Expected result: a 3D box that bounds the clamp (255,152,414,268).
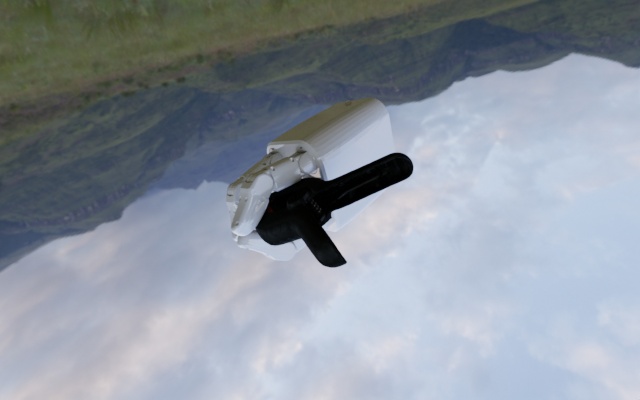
[{"bbox_3d":[0.000,0.002,0.424,0.120,0.039,0.171,-39,25,-26],"label":"clamp"}]
